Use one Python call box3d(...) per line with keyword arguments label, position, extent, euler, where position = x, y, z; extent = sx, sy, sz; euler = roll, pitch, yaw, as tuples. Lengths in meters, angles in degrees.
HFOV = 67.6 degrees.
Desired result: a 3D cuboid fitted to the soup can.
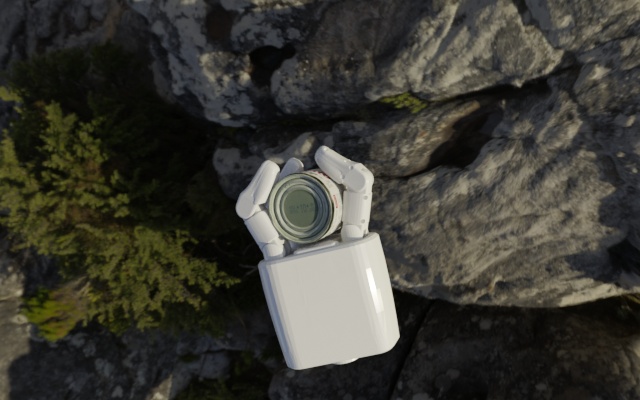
box3d(label="soup can", position=(0.000, 0.001, 0.478), extent=(0.068, 0.068, 0.102), euler=(0, 7, 23))
